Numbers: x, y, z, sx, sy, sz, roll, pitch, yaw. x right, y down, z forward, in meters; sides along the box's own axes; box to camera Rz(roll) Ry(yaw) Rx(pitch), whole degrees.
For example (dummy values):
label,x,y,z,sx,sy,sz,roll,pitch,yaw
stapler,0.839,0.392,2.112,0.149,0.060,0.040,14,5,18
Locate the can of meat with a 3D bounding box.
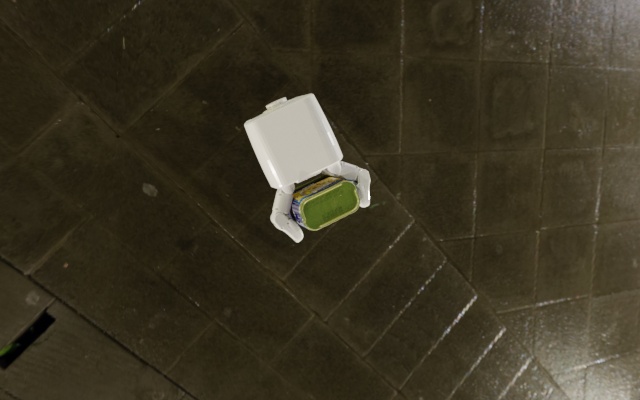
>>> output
label,x,y,z,sx,sy,sz,roll,pitch,yaw
can of meat,0.000,0.003,0.741,0.102,0.057,0.084,-26,16,-17
